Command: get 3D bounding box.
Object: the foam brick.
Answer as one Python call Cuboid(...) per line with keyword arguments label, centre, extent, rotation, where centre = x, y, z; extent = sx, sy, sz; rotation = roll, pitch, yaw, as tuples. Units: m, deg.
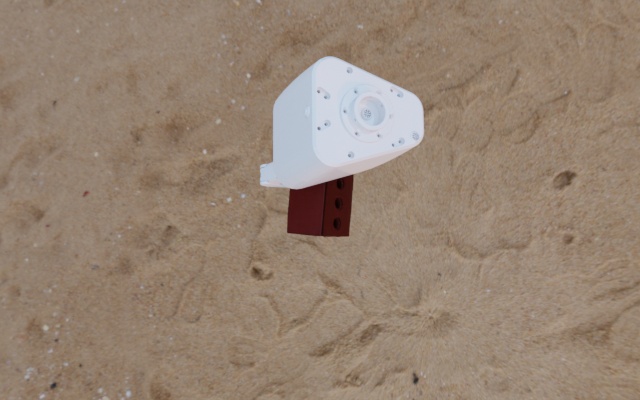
Cuboid(label="foam brick", centre=(0.000, 0.002, 0.533), extent=(0.051, 0.078, 0.053), rotation=(3, -2, 35))
